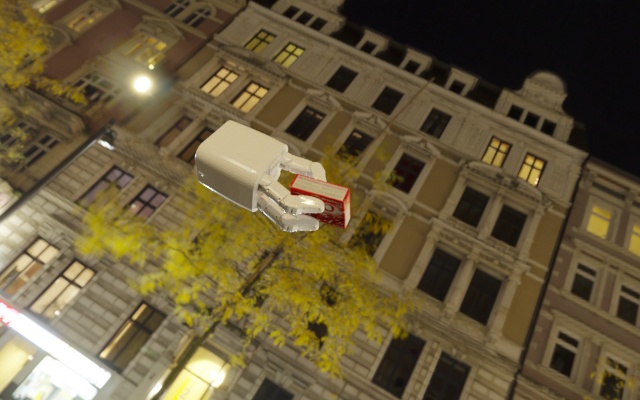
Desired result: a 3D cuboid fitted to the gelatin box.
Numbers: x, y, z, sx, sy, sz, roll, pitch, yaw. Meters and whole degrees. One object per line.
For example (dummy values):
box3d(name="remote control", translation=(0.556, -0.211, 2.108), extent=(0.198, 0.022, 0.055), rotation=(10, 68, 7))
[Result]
box3d(name="gelatin box", translation=(0.001, 0.002, 0.728), extent=(0.089, 0.030, 0.073), rotation=(16, -34, 15))
